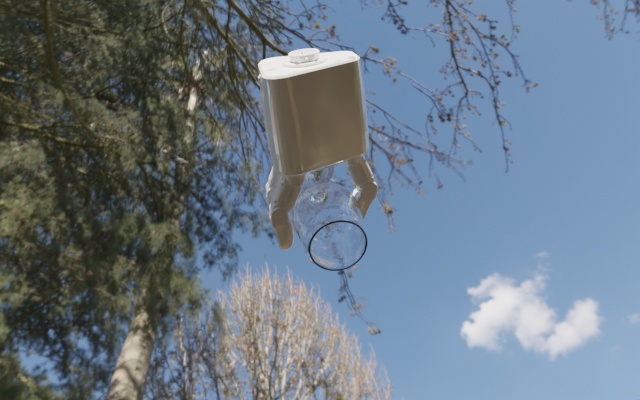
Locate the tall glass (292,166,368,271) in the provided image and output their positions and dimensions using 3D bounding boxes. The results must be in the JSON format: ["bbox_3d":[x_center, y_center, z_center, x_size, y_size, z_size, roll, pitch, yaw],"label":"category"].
[{"bbox_3d":[0.000,0.002,0.575,0.079,0.079,0.201,0,27,-12],"label":"tall glass"}]
